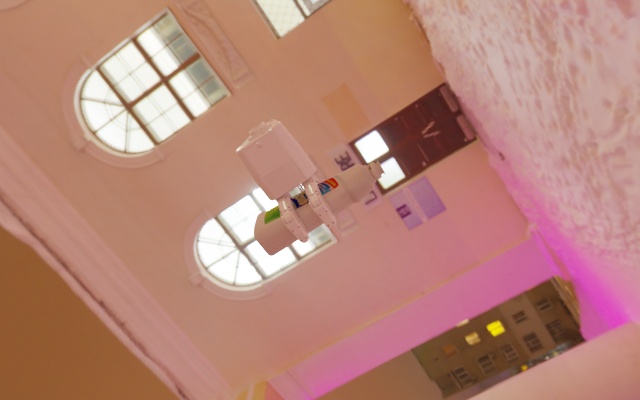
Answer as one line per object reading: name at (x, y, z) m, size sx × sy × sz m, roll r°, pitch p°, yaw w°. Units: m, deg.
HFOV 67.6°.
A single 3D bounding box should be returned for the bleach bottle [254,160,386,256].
bleach bottle at (0.000, 0.003, 0.854) m, size 0.251 × 0.068 × 0.102 m, roll -31°, pitch 20°, yaw 13°
